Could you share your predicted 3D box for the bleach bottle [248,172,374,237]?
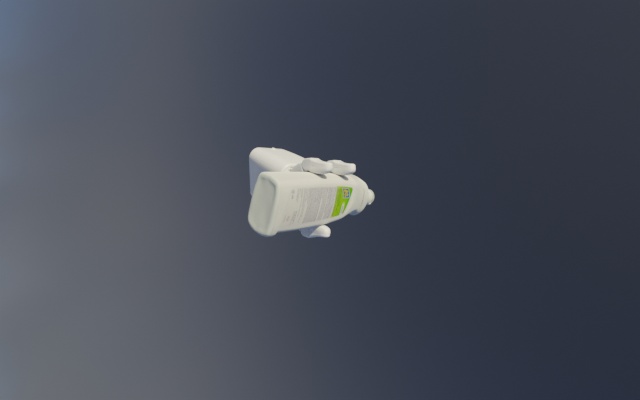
[{"bbox_3d":[0.000,0.003,0.823,0.251,0.102,0.068,-1,23,-45],"label":"bleach bottle"}]
